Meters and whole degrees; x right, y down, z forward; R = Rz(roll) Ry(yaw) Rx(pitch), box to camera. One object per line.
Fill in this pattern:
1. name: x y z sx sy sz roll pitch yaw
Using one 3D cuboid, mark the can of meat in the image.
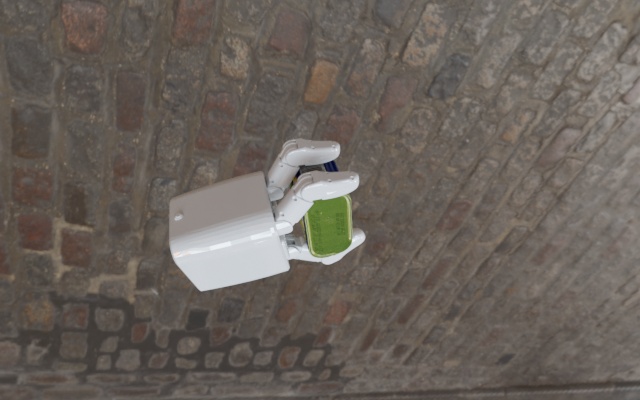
1. can of meat: 0.000 0.002 0.539 0.057 0.102 0.084 -12 43 -6
